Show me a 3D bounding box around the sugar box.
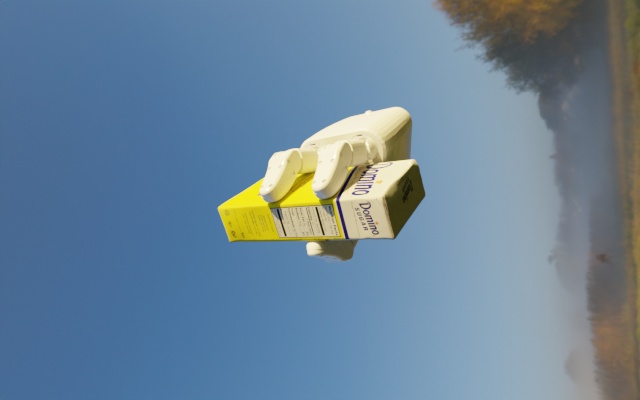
[{"bbox_3d":[0.000,0.001,0.454,0.176,0.048,0.093,-7,20,32],"label":"sugar box"}]
